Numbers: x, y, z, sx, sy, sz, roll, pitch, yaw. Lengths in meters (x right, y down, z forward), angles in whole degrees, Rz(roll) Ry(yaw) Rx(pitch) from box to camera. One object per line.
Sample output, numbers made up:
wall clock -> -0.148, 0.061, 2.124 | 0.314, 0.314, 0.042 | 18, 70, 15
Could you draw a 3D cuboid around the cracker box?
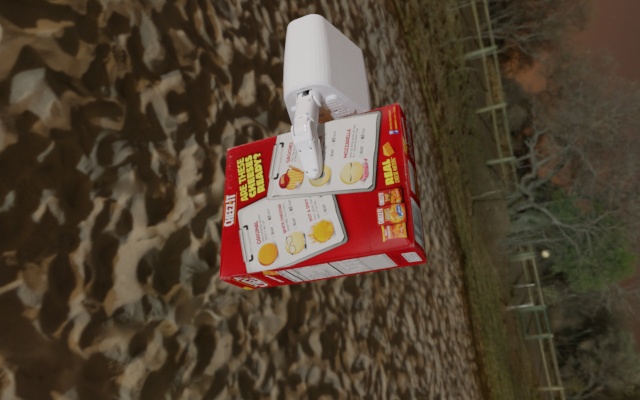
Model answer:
cracker box -> 0.000, 0.002, 0.527 | 0.214, 0.164, 0.072 | -13, -28, 21
